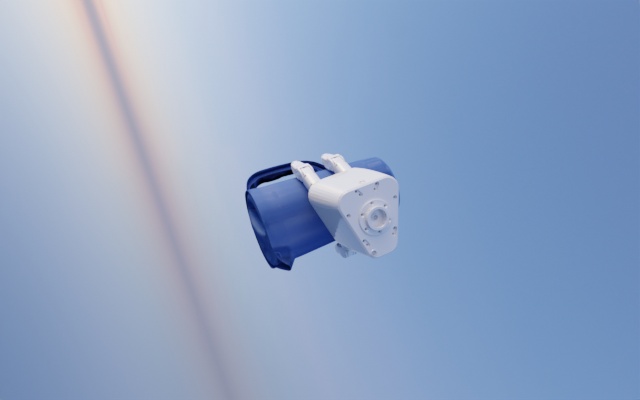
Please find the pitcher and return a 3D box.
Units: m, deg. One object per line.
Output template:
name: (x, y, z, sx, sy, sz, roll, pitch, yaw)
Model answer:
pitcher: (0.000, 0.003, 0.801, 0.243, 0.149, 0.145, -20, 13, -17)
